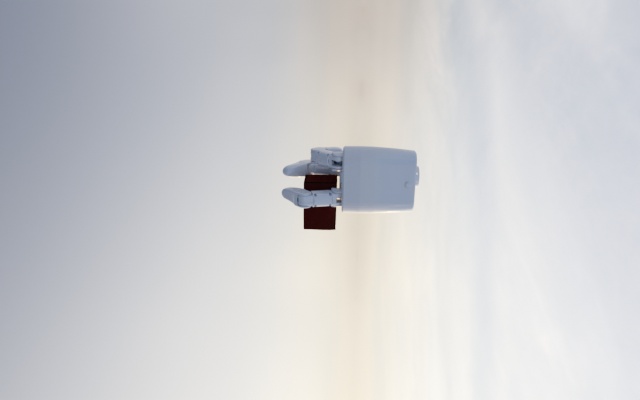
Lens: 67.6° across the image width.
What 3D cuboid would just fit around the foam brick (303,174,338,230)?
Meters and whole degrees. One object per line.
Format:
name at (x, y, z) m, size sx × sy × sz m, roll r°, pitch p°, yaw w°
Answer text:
foam brick at (0.000, 0.003, 0.743) m, size 0.051 × 0.078 × 0.053 m, roll 2°, pitch 17°, yaw 1°
